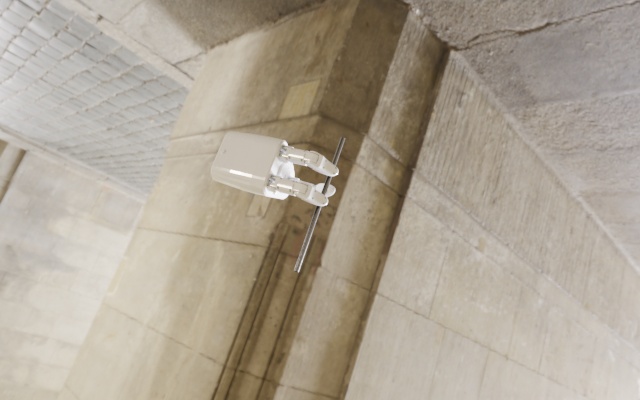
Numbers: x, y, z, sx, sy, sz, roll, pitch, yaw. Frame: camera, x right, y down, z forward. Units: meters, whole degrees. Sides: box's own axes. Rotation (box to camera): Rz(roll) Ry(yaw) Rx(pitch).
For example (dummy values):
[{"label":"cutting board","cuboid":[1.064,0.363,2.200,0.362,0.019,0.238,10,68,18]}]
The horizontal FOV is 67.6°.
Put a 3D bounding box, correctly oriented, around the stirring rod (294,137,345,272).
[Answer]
[{"label":"stirring rod","cuboid":[0.000,0.002,0.783,0.011,0.239,0.011,18,-16,5]}]
